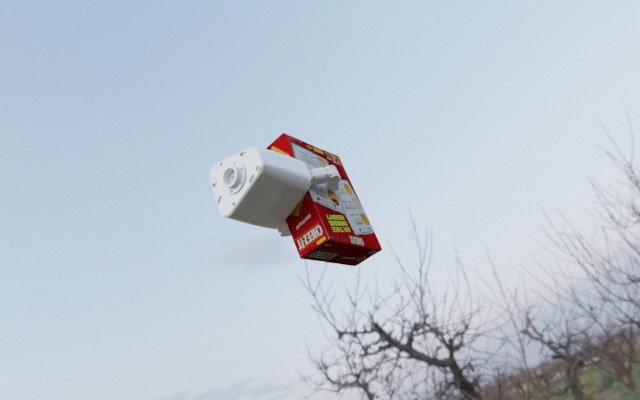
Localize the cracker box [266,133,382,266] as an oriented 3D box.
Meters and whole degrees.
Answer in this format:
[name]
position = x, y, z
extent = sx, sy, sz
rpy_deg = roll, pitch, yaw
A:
[cracker box]
position = 0.000, 0.002, 0.828
extent = 0.072, 0.213, 0.164
rpy_deg = -37, -30, 26
